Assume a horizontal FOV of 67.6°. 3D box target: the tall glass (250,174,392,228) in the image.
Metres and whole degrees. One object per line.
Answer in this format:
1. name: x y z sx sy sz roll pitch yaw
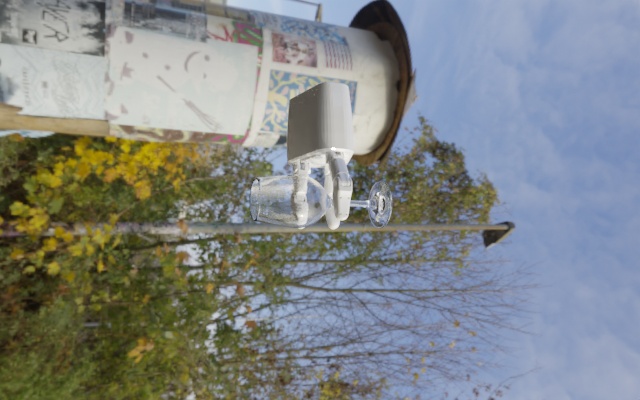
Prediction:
1. tall glass: 0.001 0.002 0.705 0.201 0.079 0.079 2 -1 -21
